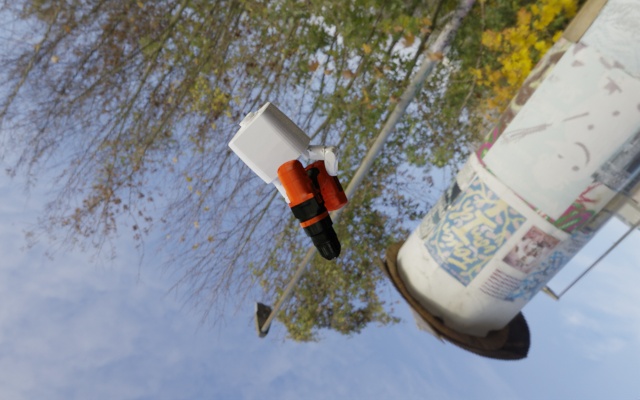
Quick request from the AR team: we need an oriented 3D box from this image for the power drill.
[{"bbox_3d":[0.000,0.003,0.871,0.057,0.184,0.187,-23,6,16],"label":"power drill"}]
